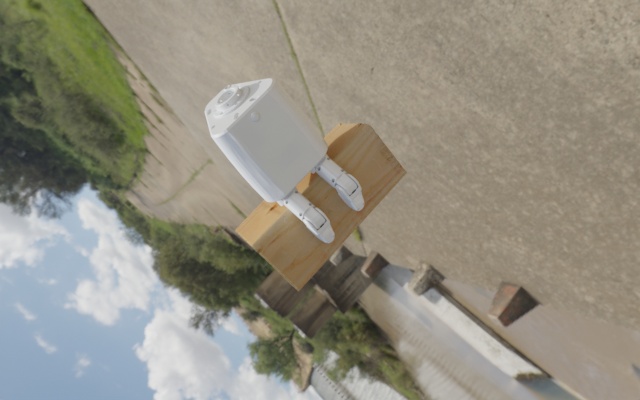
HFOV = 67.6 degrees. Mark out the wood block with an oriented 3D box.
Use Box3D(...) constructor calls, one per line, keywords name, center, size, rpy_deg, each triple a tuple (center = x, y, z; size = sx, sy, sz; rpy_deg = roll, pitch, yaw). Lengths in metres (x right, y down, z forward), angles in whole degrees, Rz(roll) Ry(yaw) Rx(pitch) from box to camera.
Box3D(name="wood block", center=(0.000, 0.002, 0.625), size=(0.090, 0.206, 0.091), rpy_deg=(48, -10, -23))
